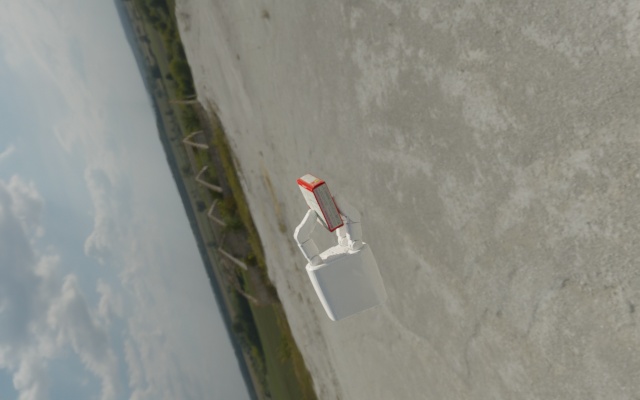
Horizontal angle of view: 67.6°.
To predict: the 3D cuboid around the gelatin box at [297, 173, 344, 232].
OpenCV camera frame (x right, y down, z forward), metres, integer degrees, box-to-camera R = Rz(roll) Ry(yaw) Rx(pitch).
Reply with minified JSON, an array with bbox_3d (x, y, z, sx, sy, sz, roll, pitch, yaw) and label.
[{"bbox_3d":[0.000,0.003,0.818,0.030,0.089,0.073,-31,24,-12],"label":"gelatin box"}]
